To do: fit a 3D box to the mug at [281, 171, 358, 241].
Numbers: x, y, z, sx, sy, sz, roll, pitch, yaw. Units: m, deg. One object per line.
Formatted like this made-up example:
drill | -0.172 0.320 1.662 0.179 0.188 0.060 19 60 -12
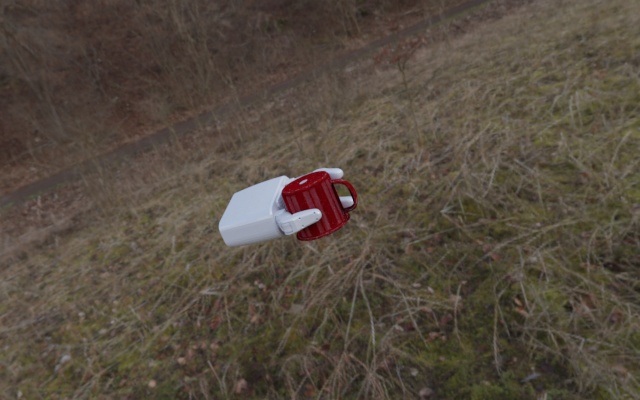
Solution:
mug | 0.001 0.002 0.743 0.117 0.081 0.093 -16 18 22
